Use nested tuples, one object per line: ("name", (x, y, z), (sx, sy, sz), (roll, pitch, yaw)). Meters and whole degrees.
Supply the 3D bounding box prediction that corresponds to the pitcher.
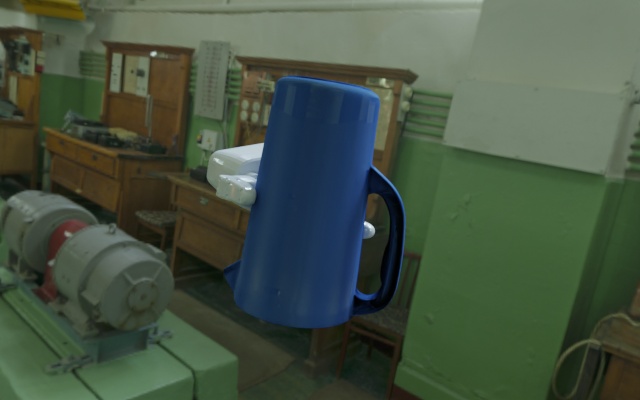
("pitcher", (0.000, 0.002, 0.502), (0.149, 0.243, 0.145), (3, 11, -34))
